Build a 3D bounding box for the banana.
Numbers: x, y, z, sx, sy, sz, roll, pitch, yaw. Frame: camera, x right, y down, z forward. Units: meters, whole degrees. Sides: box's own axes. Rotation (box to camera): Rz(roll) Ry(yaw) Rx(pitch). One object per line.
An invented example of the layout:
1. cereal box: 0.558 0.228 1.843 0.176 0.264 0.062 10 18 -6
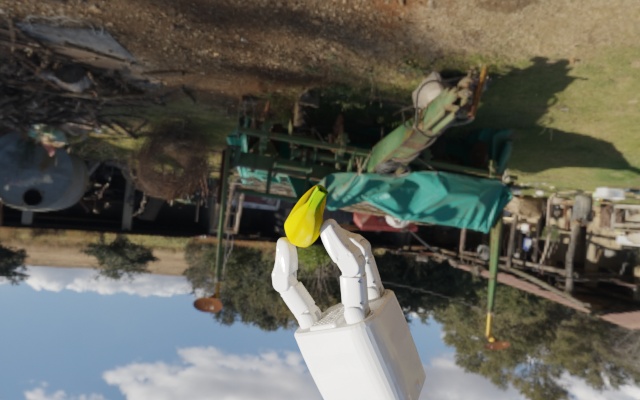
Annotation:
1. banana: -0.012 0.016 0.538 0.037 0.069 0.198 39 1 -4
